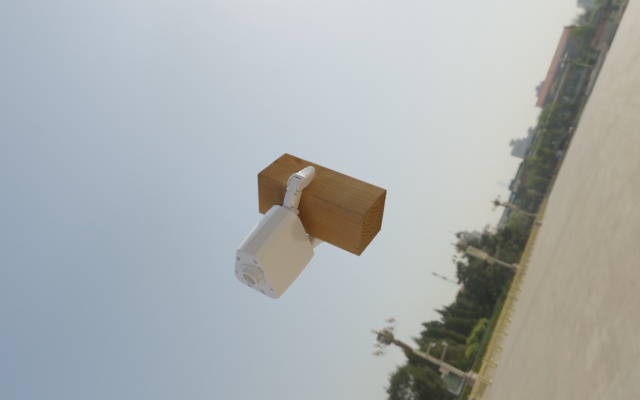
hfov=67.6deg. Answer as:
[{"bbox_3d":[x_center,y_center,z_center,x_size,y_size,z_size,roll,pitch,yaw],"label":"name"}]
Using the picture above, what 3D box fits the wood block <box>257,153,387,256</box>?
[{"bbox_3d":[0.000,0.003,0.831,0.206,0.091,0.090,22,41,23],"label":"wood block"}]
